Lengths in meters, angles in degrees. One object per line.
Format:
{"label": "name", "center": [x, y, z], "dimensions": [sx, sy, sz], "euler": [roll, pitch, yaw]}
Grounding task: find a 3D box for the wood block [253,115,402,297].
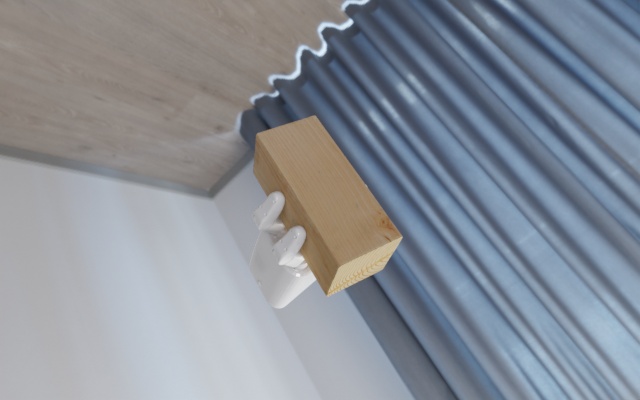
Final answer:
{"label": "wood block", "center": [0.000, 0.002, 0.611], "dimensions": [0.091, 0.206, 0.090], "euler": [-22, -27, -24]}
